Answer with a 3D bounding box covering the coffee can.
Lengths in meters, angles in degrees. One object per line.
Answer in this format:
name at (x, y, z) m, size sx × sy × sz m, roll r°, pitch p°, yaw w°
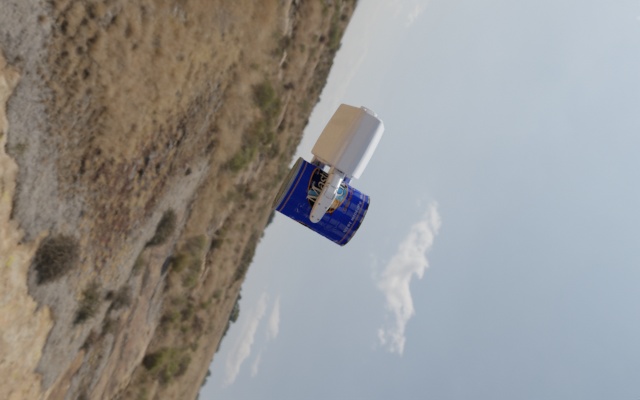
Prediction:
coffee can at (0.000, 0.003, 0.830) m, size 0.140 × 0.103 × 0.103 m, roll 29°, pitch -5°, yaw -9°
